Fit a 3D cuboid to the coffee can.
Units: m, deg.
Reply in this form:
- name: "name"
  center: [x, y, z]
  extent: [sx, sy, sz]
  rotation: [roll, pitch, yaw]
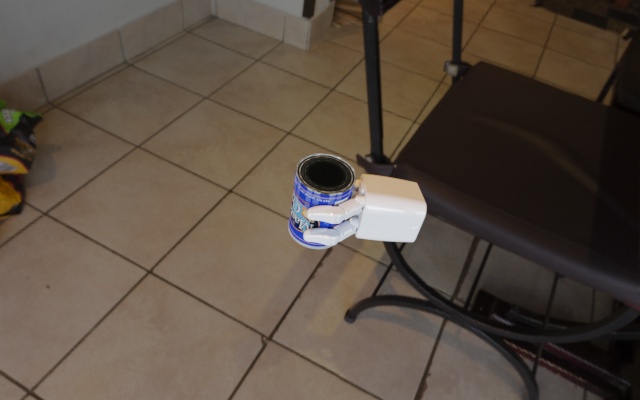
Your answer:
- name: "coffee can"
  center: [0.000, 0.003, 0.843]
  extent: [0.103, 0.102, 0.140]
  rotation: [6, -46, -6]
